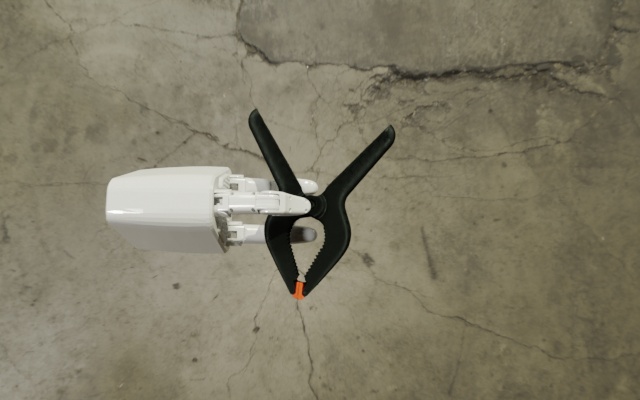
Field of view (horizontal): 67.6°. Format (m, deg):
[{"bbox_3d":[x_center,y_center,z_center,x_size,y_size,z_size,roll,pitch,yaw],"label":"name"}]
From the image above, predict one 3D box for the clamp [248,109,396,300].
[{"bbox_3d":[0.000,0.002,0.523,0.164,0.210,0.036,0,-7,3],"label":"clamp"}]
